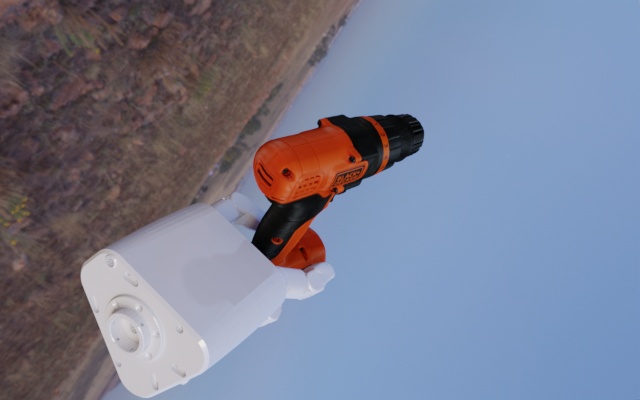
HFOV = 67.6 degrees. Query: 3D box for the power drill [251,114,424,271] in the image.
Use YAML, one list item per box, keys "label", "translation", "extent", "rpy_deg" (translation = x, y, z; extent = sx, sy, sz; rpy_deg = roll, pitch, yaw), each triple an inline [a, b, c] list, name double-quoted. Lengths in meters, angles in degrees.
- label: "power drill"
  translation: [0.000, 0.002, 0.442]
  extent: [0.184, 0.057, 0.188]
  rpy_deg: [-18, -32, -40]
